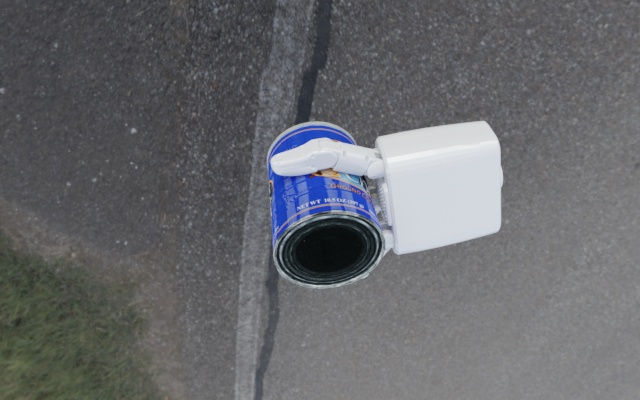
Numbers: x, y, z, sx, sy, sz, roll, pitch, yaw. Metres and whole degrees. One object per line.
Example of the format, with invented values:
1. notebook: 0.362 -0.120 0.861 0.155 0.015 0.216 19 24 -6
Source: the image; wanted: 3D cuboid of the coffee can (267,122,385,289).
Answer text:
1. coffee can: 0.000 0.001 0.481 0.103 0.103 0.140 0 42 -9
